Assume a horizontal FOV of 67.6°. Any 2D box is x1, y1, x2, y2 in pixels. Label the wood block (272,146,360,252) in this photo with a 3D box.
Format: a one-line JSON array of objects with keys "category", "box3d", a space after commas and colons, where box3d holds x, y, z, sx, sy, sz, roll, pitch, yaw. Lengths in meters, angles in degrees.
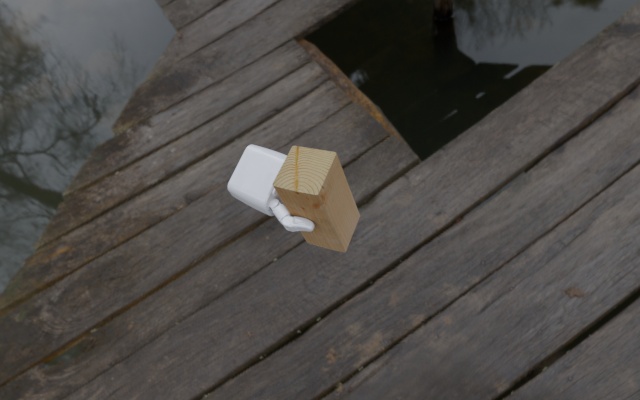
[{"category": "wood block", "box3d": [0.000, 0.003, 0.884, 0.090, 0.090, 0.206, 12, -28, 25]}]
